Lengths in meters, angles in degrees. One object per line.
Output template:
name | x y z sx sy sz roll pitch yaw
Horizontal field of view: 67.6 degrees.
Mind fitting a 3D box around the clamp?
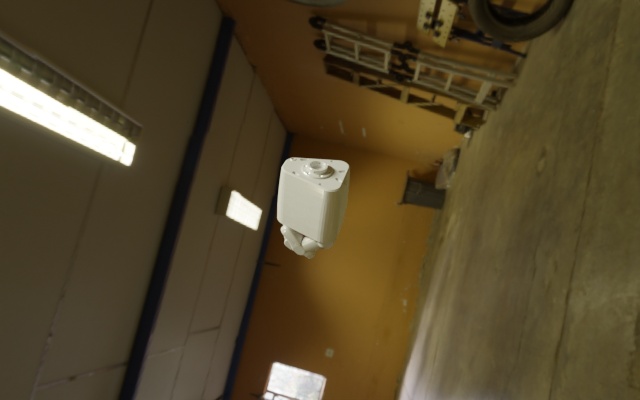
clamp | -0.001 0.003 0.897 0.039 0.120 0.171 13 37 9
